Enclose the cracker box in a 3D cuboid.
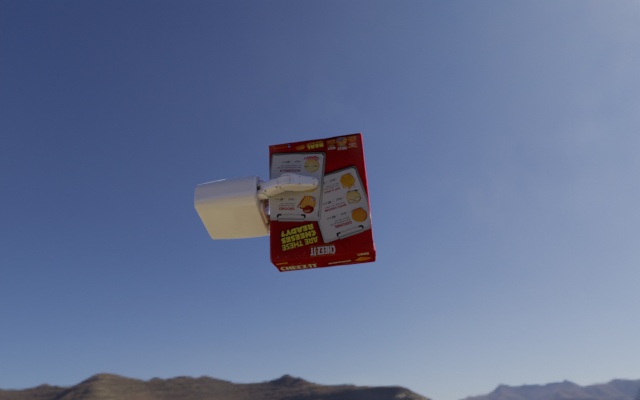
[{"bbox_3d":[0.000,0.002,0.798,0.164,0.213,0.072,-7,-25,7],"label":"cracker box"}]
